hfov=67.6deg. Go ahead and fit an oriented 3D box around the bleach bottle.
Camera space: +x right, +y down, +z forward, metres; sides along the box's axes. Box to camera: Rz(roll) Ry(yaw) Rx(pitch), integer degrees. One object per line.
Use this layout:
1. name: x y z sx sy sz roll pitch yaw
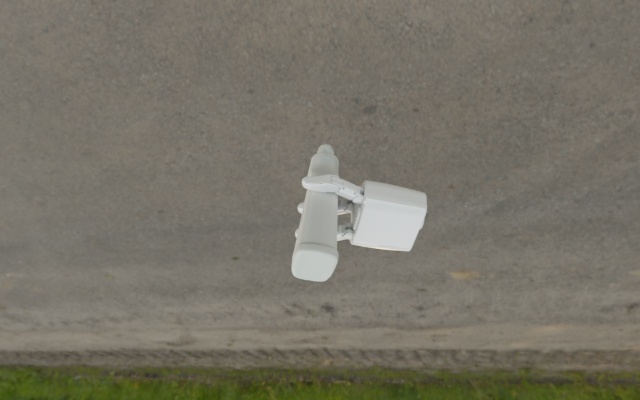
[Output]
1. bleach bottle: 0.000 0.003 0.804 0.068 0.250 0.103 10 -35 -5
